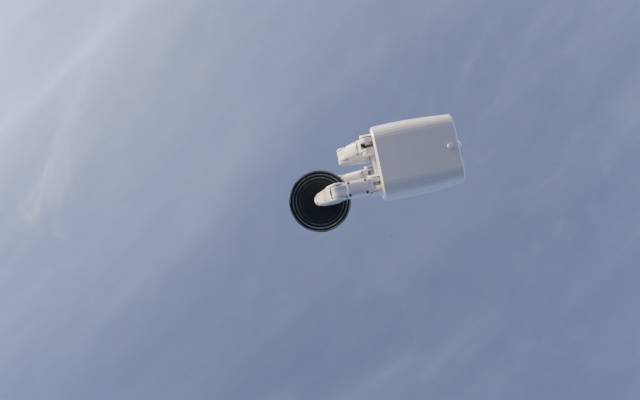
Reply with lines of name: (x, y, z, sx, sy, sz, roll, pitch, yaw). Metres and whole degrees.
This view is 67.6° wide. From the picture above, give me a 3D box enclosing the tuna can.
tuna can: (0.000, 0.002, 0.676, 0.086, 0.086, 0.034, 0, -5, 3)
